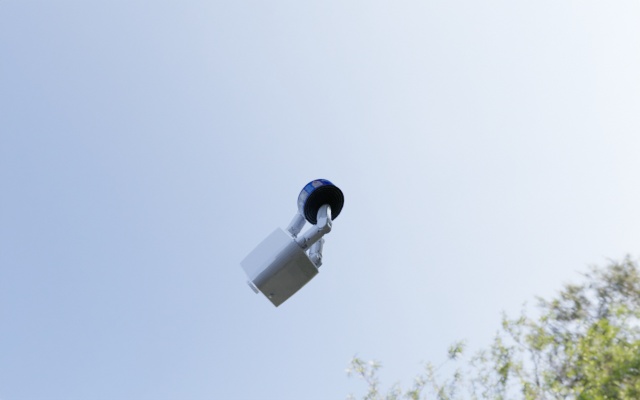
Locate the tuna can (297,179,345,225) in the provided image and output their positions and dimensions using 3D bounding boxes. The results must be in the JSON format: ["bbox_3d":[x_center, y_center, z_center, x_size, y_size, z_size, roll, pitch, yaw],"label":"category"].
[{"bbox_3d":[0.000,0.003,0.896,0.086,0.086,0.033,0,26,-31],"label":"tuna can"}]
